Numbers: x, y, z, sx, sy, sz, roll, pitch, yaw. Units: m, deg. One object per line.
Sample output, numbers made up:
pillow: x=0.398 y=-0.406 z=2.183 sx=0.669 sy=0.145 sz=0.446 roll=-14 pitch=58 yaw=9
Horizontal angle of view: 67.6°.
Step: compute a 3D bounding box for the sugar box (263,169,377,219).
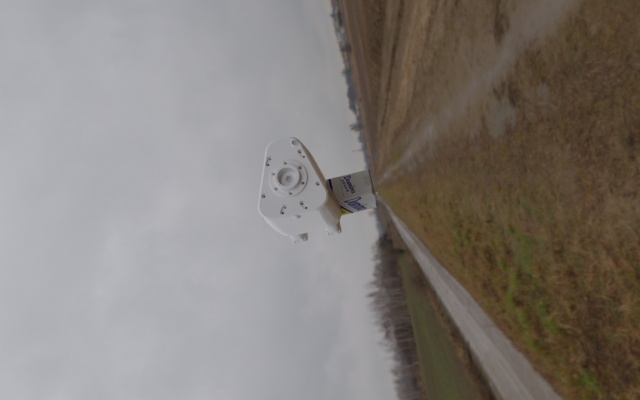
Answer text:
sugar box: x=0.000 y=0.003 z=0.766 sx=0.176 sy=0.048 sz=0.093 roll=-11 pitch=-17 yaw=7
